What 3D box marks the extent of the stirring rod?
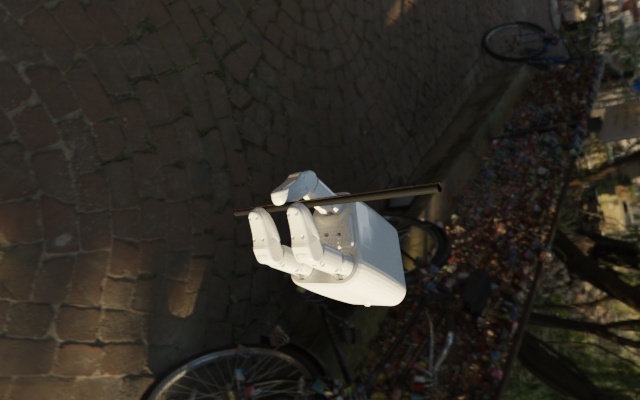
[{"bbox_3d":[0.000,0.001,0.447,0.239,0.011,0.011,-7,-5,39],"label":"stirring rod"}]
